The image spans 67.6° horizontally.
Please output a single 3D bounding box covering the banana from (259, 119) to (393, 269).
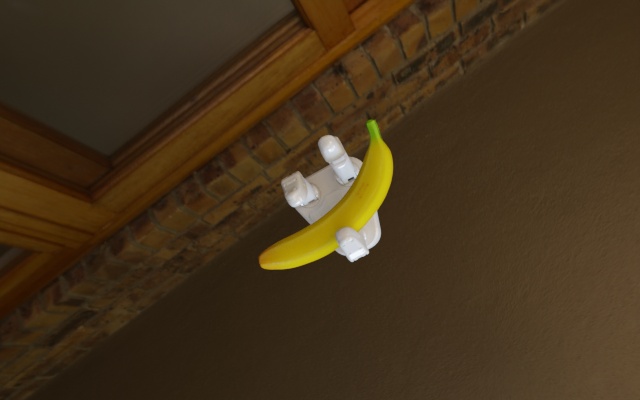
[{"bbox_3d":[0.017,0.011,0.511,0.069,0.198,0.037,38,7,-4],"label":"banana"}]
